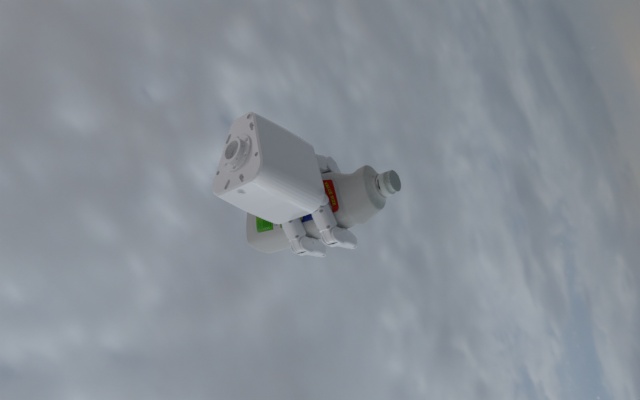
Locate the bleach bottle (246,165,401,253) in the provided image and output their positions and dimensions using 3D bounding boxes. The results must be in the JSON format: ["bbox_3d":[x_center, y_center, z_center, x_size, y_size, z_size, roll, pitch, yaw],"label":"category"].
[{"bbox_3d":[0.000,0.002,0.679,0.251,0.102,0.068,-20,-33,37],"label":"bleach bottle"}]
